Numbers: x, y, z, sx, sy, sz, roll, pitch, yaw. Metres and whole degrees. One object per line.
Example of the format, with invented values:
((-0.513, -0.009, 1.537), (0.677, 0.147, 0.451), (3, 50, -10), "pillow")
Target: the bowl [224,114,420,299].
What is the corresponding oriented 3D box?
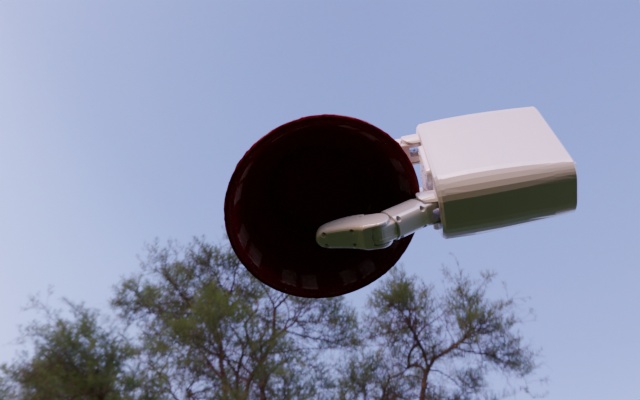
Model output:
((-0.001, 0.001, 0.410), (0.162, 0.162, 0.055), (0, 22, -9), "bowl")
